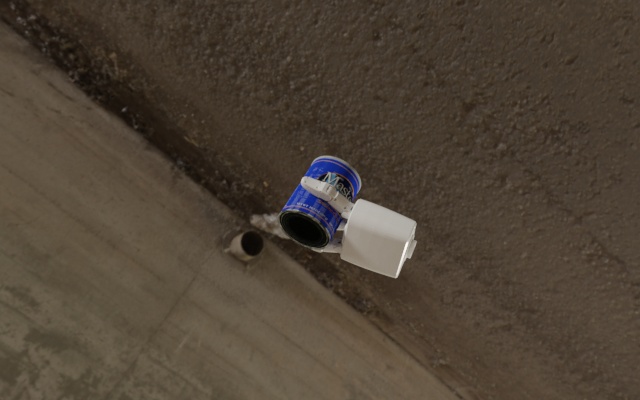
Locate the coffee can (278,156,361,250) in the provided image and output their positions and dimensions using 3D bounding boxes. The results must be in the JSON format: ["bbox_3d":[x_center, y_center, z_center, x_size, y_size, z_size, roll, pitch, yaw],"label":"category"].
[{"bbox_3d":[0.000,0.003,0.864,0.103,0.140,0.103,20,-36,15],"label":"coffee can"}]
